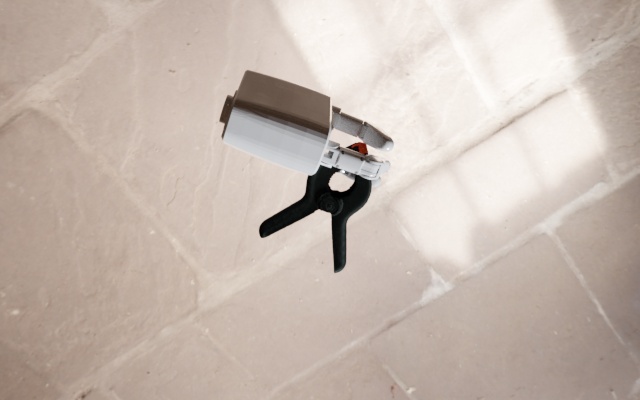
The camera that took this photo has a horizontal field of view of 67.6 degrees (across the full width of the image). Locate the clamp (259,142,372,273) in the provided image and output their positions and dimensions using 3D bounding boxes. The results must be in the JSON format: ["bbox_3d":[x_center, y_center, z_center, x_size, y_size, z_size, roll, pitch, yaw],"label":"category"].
[{"bbox_3d":[0.000,0.002,0.585,0.120,0.171,0.039,17,18,-13],"label":"clamp"}]
